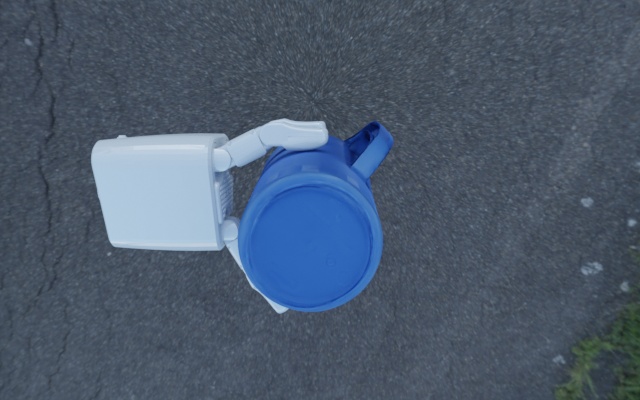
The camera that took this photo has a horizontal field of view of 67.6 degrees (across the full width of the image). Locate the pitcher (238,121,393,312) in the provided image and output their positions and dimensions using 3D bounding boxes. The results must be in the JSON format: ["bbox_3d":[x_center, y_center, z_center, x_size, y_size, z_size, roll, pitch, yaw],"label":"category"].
[{"bbox_3d":[0.000,0.002,0.459,0.145,0.149,0.242,0,12,0],"label":"pitcher"}]
